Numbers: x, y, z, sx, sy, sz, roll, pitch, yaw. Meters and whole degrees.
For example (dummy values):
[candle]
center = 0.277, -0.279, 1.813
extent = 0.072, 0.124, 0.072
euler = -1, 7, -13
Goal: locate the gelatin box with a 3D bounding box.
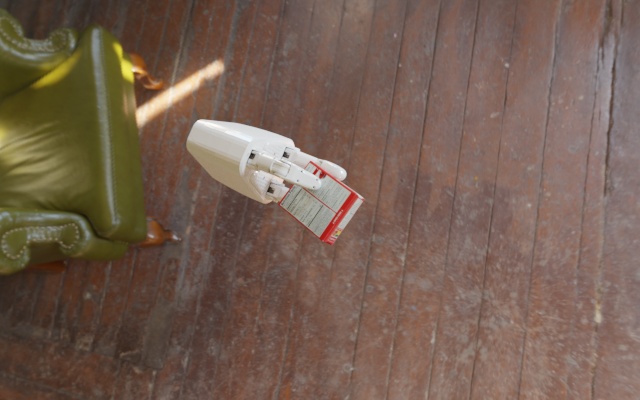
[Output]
[gelatin box]
center = 0.000, 0.002, 0.613
extent = 0.089, 0.073, 0.030
euler = 37, 4, 30
